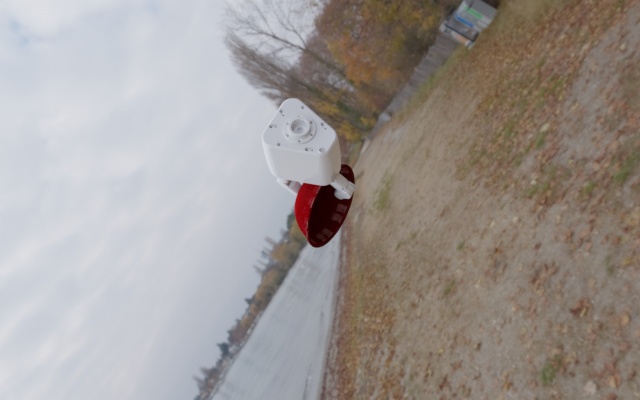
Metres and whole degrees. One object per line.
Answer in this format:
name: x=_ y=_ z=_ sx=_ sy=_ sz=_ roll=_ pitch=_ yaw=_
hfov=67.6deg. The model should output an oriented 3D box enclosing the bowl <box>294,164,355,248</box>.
bowl: x=0.000 y=0.004 z=0.878 sx=0.055 sy=0.162 sz=0.162 roll=22 pitch=10 yaw=26
